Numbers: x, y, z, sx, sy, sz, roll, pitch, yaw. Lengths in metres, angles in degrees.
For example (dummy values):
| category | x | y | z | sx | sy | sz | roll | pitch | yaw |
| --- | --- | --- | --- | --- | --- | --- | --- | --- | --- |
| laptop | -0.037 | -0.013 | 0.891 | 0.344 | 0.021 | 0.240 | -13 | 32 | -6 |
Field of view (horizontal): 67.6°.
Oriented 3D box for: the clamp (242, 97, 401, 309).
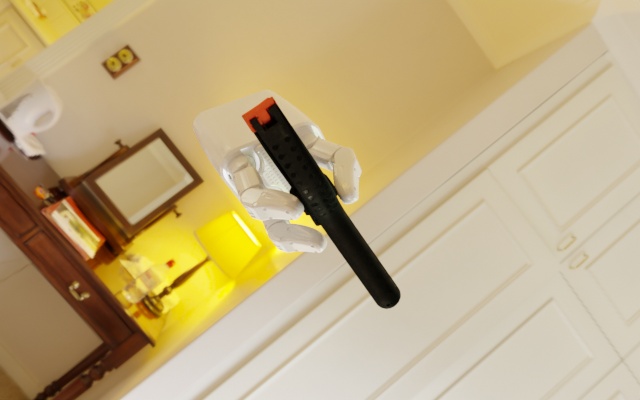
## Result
| category | x | y | z | sx | sy | sz | roll | pitch | yaw |
| --- | --- | --- | --- | --- | --- | --- | --- | --- | --- |
| clamp | 0.000 | 0.000 | 0.429 | 0.036 | 0.210 | 0.164 | -36 | 45 | -5 |
